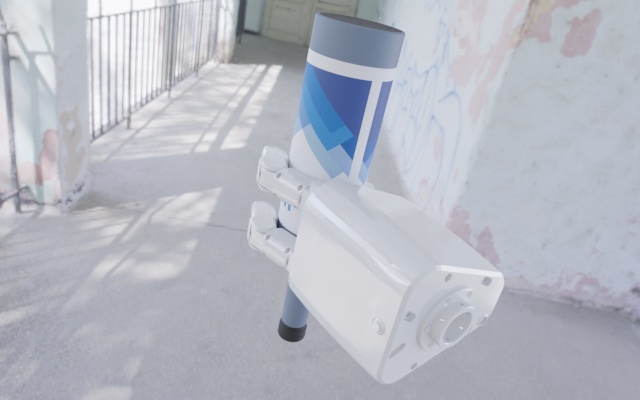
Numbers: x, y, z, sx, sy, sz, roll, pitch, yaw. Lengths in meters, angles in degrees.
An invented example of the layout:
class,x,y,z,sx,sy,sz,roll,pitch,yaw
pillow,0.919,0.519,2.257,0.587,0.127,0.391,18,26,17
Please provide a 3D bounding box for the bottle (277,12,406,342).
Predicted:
class,x,y,z,sx,sy,sz,roll,pitch,yaw
bottle,0.000,0.001,0.407,0.069,0.296,0.069,10,26,-5
